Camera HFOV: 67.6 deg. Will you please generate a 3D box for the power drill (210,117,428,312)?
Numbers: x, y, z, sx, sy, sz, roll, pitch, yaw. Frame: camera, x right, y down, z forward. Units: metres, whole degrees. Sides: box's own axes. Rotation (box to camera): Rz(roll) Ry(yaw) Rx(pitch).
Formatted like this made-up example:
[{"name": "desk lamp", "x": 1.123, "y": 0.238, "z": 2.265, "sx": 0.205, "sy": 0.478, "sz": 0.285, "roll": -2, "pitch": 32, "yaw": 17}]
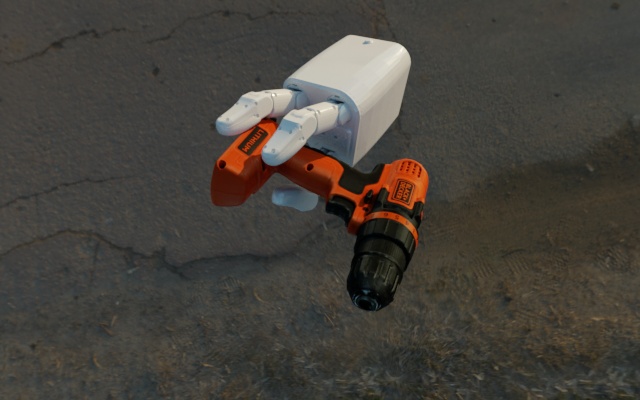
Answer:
[{"name": "power drill", "x": 0.000, "y": 0.001, "z": 0.435, "sx": 0.187, "sy": 0.057, "sz": 0.184, "roll": 22, "pitch": 39, "yaw": 6}]
